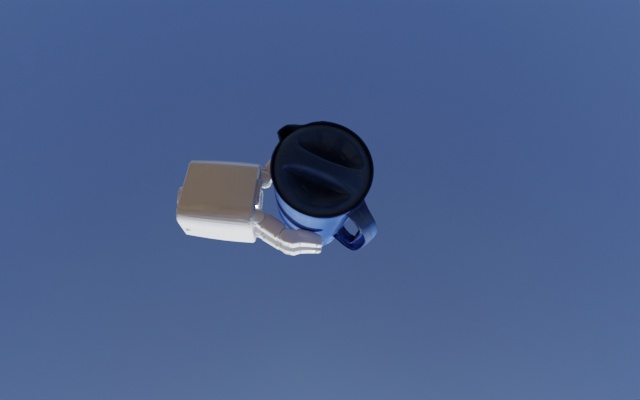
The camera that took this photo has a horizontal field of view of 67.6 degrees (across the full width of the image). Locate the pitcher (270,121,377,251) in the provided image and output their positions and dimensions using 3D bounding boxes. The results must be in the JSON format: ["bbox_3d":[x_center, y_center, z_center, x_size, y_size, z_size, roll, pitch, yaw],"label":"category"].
[{"bbox_3d":[0.000,0.002,0.712,0.145,0.149,0.243,5,-19,-3],"label":"pitcher"}]
